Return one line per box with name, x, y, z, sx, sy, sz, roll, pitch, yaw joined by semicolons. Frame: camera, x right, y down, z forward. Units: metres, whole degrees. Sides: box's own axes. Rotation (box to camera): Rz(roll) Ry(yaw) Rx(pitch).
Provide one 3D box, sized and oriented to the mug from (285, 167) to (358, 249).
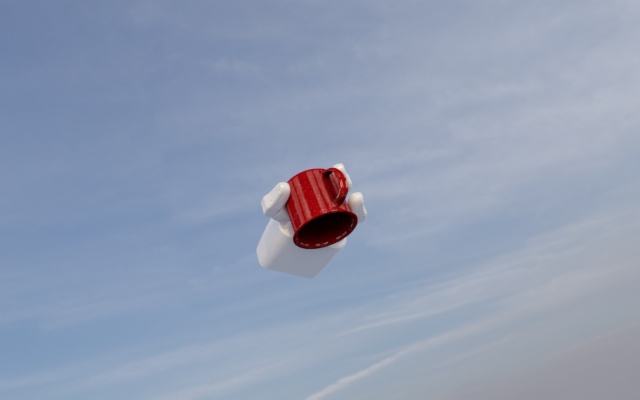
mug;0.001;0.001;0.658;0.093;0.081;0.117;1;-38;-32
